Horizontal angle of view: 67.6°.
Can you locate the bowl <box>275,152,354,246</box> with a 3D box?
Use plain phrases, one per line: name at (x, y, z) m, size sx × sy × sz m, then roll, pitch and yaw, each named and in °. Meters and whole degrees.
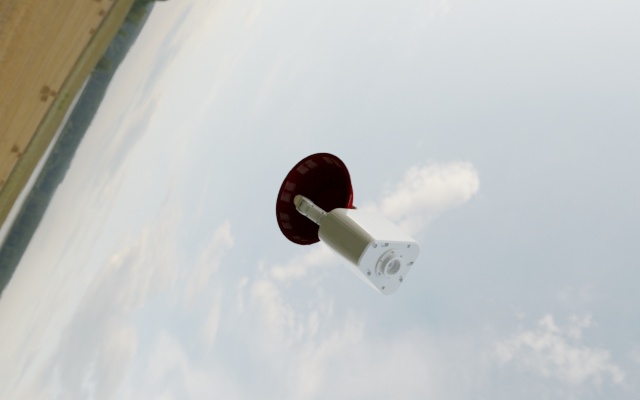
bowl at (0.000, 0.002, 0.813) m, size 0.162 × 0.162 × 0.055 m, roll 0°, pitch -16°, yaw 39°
